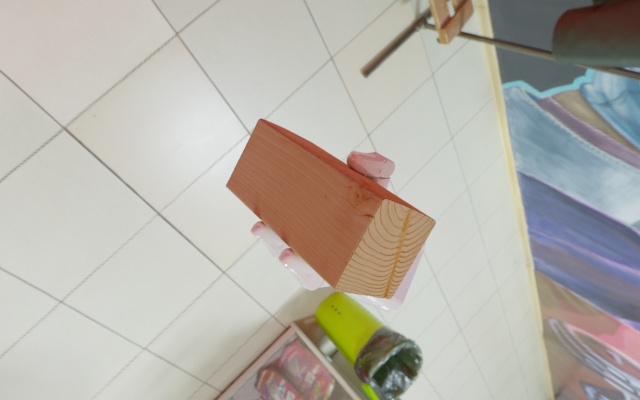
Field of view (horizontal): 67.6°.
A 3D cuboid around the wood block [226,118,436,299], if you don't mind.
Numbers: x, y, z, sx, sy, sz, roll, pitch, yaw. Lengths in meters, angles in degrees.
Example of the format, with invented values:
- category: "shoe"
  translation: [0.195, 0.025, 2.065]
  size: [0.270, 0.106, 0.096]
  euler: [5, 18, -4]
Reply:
- category: "wood block"
  translation: [0.001, 0.001, 0.491]
  size: [0.090, 0.091, 0.206]
  euler: [20, 12, -45]
